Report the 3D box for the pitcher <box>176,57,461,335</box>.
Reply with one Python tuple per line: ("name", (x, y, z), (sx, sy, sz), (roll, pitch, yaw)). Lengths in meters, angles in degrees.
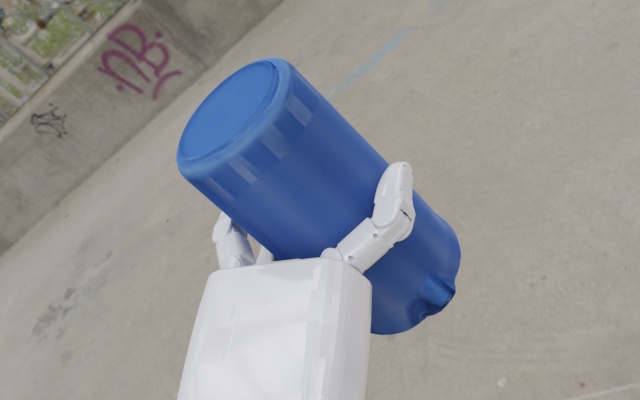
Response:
("pitcher", (0.000, 0.001, 0.404), (0.149, 0.145, 0.243), (-21, -47, 31))
